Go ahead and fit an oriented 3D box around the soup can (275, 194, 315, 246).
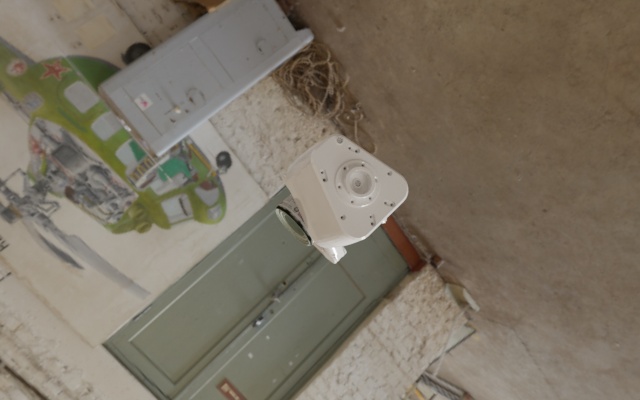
[{"bbox_3d":[0.000,0.002,0.623,0.102,0.068,0.068,-42,15,-17],"label":"soup can"}]
